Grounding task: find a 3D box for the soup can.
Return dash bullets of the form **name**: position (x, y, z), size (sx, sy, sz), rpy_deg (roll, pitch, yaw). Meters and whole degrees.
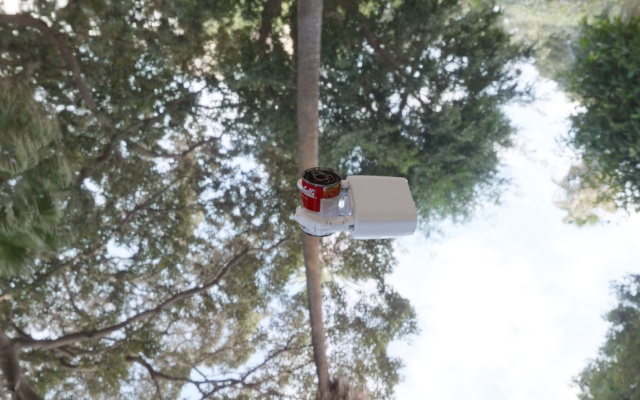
- **soup can**: position (0.000, 0.003, 0.815), size (0.068, 0.102, 0.068), rpy_deg (3, 30, -2)
